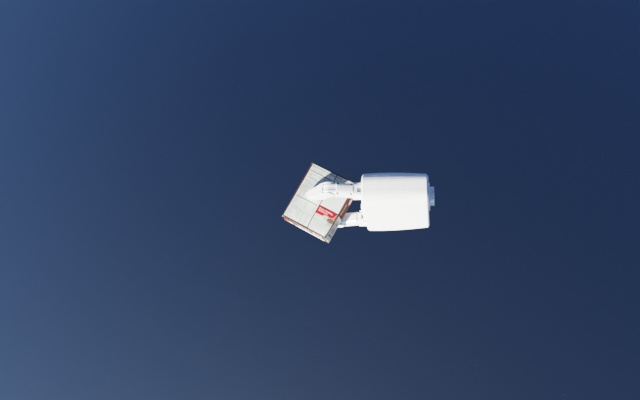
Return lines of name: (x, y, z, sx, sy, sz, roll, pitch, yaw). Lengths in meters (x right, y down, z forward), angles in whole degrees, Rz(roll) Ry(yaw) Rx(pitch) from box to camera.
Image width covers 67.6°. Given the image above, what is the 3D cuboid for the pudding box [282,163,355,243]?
pudding box: (0.000, 0.003, 0.828, 0.090, 0.113, 0.039, 27, -10, 17)
